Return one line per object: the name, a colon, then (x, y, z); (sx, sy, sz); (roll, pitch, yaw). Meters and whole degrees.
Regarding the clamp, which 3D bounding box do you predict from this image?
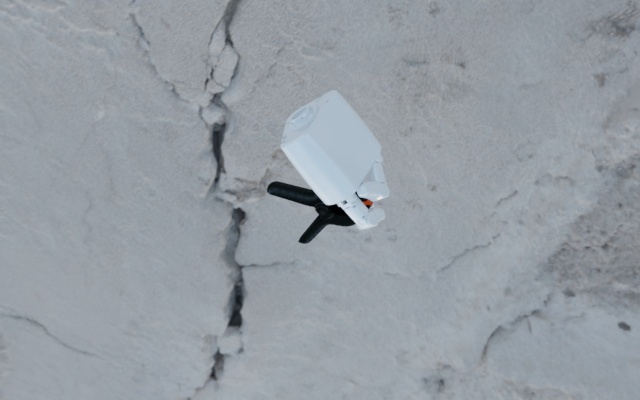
clamp: (0.000, 0.003, 0.725); (0.171, 0.120, 0.039); (-22, 30, 35)
